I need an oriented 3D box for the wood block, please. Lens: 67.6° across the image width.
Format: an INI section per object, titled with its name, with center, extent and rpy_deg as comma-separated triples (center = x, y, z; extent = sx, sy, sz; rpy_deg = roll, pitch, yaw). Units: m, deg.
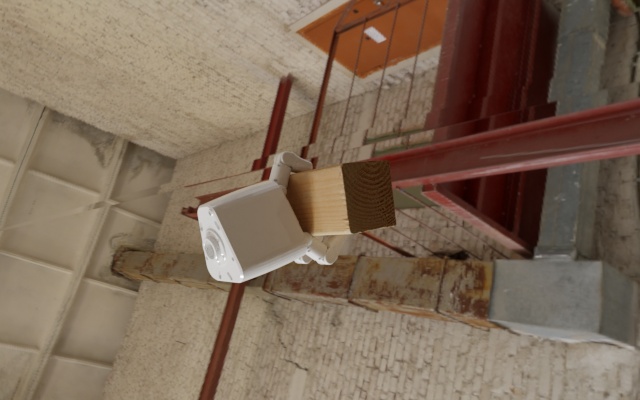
[wood block]
center = 0.000, 0.002, 0.692
extent = 0.090, 0.091, 0.206
rpy_deg = -7, 0, -39
